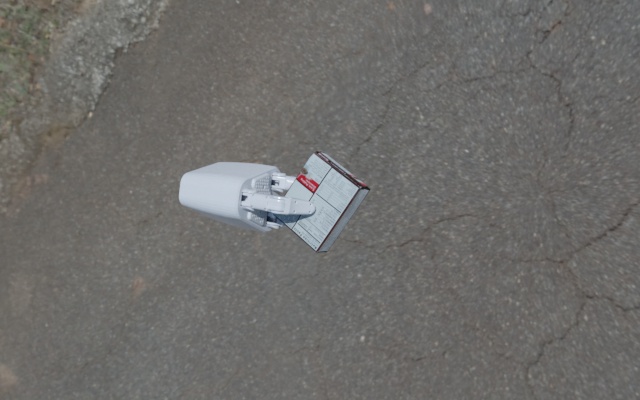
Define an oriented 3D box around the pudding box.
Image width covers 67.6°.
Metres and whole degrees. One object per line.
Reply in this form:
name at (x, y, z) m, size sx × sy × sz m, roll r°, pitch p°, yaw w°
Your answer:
pudding box at (0.000, 0.002, 0.657) m, size 0.090 × 0.113 × 0.039 m, roll 39°, pitch 17°, yaw 21°
